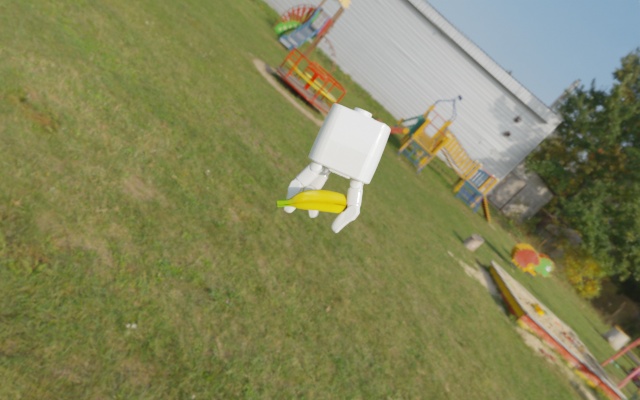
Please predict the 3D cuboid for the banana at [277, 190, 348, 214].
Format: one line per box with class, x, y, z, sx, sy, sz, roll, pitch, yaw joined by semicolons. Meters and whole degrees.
banana;0.013;0.003;0.844;0.069;0.037;0.198;3;-4;38
